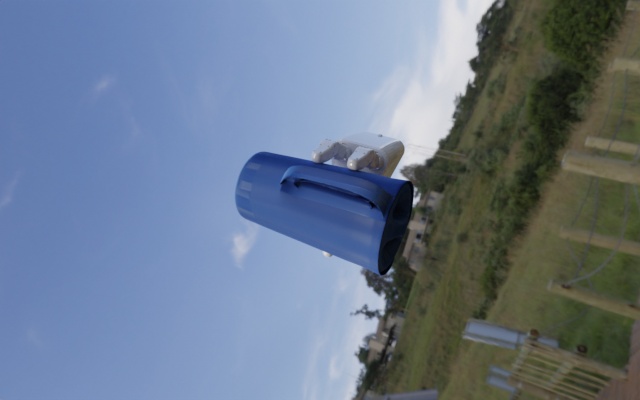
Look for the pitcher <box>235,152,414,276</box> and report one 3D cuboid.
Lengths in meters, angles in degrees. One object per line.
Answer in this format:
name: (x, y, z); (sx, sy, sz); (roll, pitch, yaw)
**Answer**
pitcher: (0.000, 0.002, 0.678); (0.243, 0.149, 0.145); (17, 26, 22)
